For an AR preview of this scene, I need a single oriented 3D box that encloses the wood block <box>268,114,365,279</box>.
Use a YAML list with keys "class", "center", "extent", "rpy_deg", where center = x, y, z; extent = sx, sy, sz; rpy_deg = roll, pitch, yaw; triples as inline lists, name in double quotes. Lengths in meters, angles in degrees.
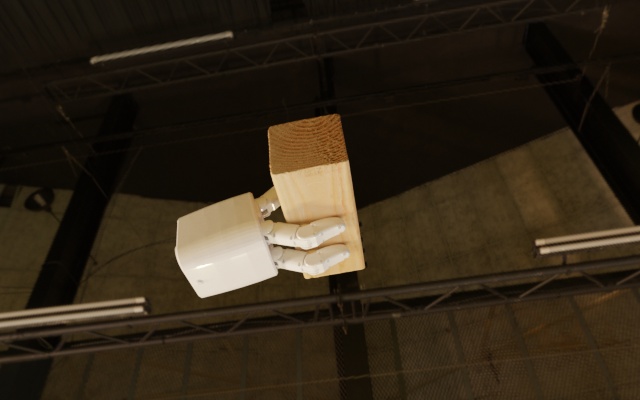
- class: "wood block"
  center: [0.000, 0.002, 0.625]
  extent: [0.090, 0.090, 0.206]
  rpy_deg: [-11, -43, 2]
